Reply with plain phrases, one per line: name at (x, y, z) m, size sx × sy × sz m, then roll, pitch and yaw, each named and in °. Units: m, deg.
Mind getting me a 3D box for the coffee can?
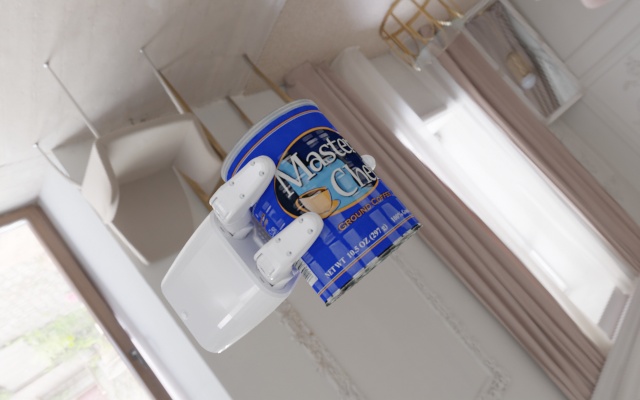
coffee can at (0.000, 0.001, 0.400) m, size 0.103 × 0.140 × 0.103 m, roll -39°, pitch -11°, yaw -9°
